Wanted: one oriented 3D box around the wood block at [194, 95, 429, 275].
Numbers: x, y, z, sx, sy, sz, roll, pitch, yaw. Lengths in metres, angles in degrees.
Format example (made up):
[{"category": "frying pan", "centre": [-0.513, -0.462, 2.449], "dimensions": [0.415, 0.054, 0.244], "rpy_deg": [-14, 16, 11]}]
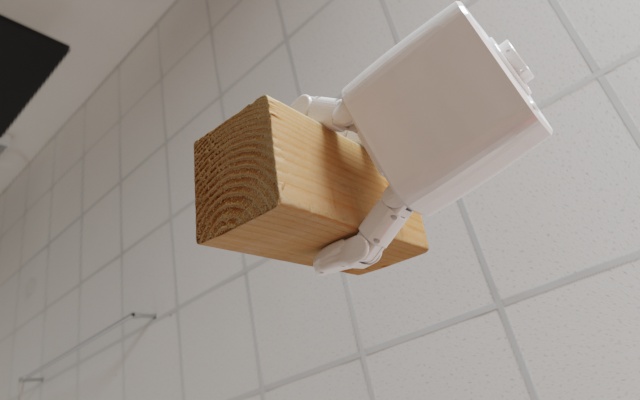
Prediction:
[{"category": "wood block", "centre": [0.000, 0.002, 0.421], "dimensions": [0.090, 0.090, 0.206], "rpy_deg": [-25, -28, 33]}]
